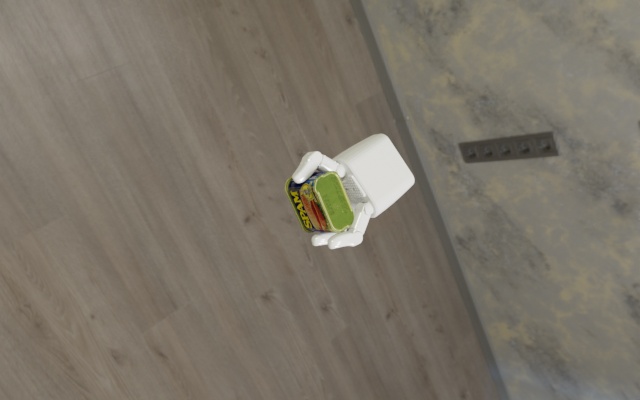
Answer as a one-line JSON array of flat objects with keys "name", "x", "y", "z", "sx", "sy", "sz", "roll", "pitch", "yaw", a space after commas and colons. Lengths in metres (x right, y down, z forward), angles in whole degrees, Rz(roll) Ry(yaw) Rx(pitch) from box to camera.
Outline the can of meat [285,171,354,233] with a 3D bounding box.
[{"name": "can of meat", "x": 0.000, "y": 0.002, "z": 0.765, "sx": 0.057, "sy": 0.102, "sz": 0.084, "roll": -33, "pitch": 18, "yaw": -31}]
